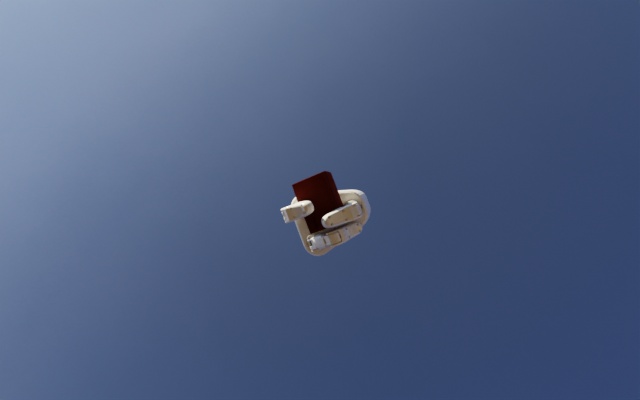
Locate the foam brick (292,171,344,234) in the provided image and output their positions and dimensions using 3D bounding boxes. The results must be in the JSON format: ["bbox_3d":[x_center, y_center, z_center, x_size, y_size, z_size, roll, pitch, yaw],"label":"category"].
[{"bbox_3d":[0.000,0.002,0.689,0.053,0.078,0.051,-20,0,12],"label":"foam brick"}]
